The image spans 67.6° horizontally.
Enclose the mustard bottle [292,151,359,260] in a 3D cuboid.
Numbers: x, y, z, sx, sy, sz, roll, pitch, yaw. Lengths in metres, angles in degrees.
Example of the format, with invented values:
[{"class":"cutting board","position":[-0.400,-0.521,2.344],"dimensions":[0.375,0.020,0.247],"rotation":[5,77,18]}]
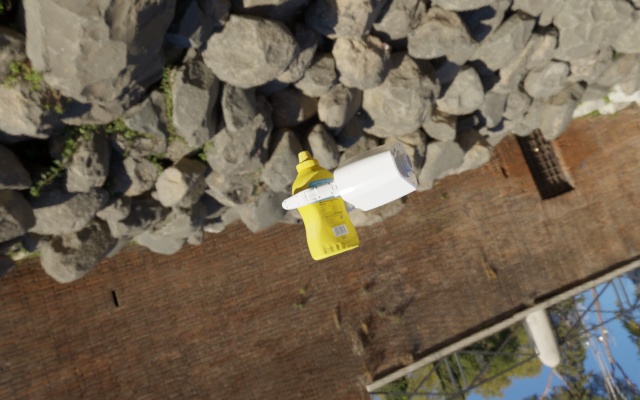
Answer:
[{"class":"mustard bottle","position":[0.000,0.003,0.850],"dimensions":[0.096,0.191,0.058],"rotation":[-13,-9,-41]}]
